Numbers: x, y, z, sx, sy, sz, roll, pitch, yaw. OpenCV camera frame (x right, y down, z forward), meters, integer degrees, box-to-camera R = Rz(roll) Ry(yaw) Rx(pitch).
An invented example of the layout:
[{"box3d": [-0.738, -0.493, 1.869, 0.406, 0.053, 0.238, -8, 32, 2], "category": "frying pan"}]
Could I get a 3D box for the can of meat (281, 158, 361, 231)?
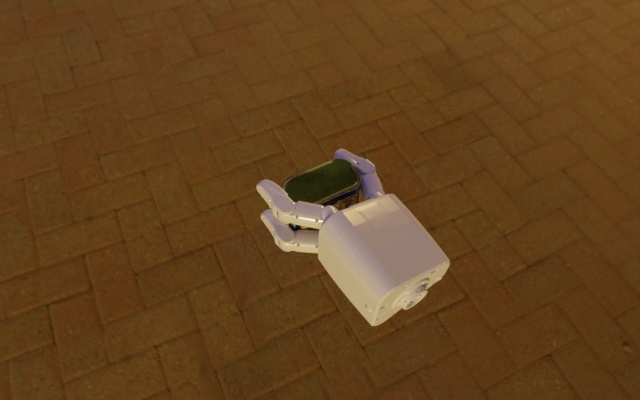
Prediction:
[{"box3d": [0.000, 0.002, 0.598, 0.102, 0.057, 0.084, -25, -30, -17], "category": "can of meat"}]
